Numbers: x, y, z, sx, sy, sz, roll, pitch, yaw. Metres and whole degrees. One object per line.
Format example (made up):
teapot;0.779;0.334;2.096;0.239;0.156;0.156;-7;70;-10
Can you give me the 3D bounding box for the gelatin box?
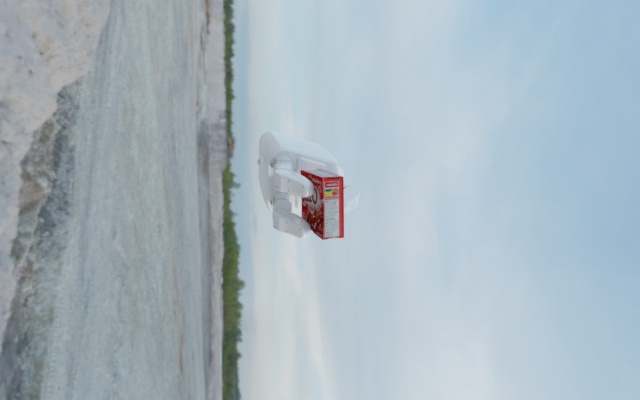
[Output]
gelatin box;0.001;0.002;0.582;0.030;0.073;0.089;-4;11;-19
